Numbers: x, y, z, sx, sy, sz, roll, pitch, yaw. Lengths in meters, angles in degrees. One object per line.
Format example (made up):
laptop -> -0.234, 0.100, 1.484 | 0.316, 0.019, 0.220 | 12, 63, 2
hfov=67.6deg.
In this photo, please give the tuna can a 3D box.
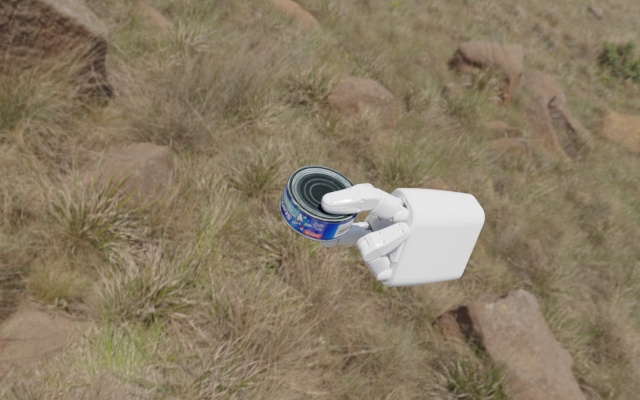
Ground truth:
tuna can -> 0.000, 0.001, 0.525 | 0.086, 0.086, 0.034 | 0, -42, -23
